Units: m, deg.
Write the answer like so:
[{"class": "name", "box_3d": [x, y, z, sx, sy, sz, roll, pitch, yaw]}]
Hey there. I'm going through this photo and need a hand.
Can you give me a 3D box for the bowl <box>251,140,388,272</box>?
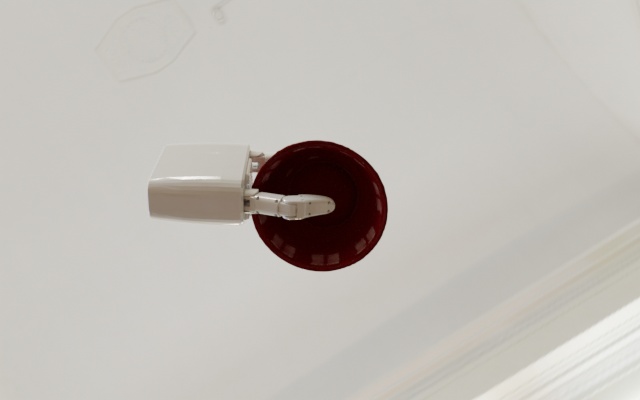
[{"class": "bowl", "box_3d": [0.001, 0.002, 0.576, 0.162, 0.162, 0.055, 0, 19, 8]}]
